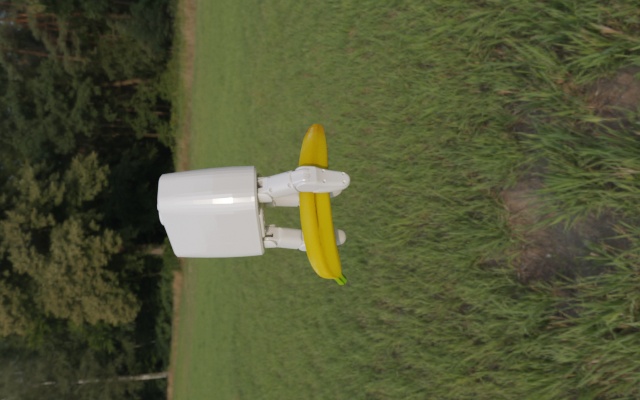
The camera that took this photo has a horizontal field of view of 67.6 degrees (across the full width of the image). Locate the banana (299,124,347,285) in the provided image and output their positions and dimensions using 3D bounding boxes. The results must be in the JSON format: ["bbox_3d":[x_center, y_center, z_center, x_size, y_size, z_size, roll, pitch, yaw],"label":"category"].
[{"bbox_3d":[-0.003,0.005,0.554,0.037,0.198,0.069,-7,-2,10],"label":"banana"}]
